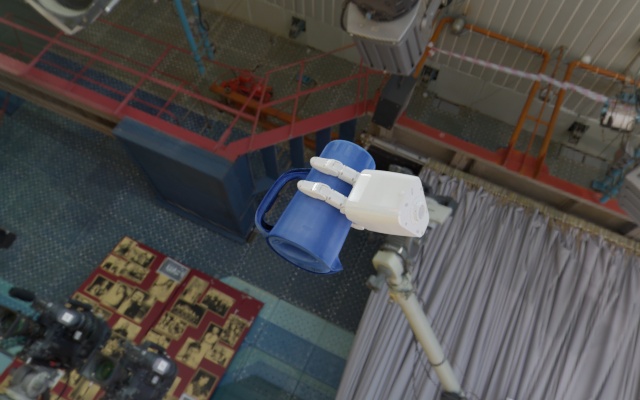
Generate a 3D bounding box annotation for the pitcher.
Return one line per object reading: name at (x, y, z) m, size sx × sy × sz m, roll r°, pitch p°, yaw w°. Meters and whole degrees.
pitcher at (0.000, 0.003, 0.898) m, size 0.145 × 0.242 × 0.149 m, roll 8°, pitch -30°, yaw 38°
